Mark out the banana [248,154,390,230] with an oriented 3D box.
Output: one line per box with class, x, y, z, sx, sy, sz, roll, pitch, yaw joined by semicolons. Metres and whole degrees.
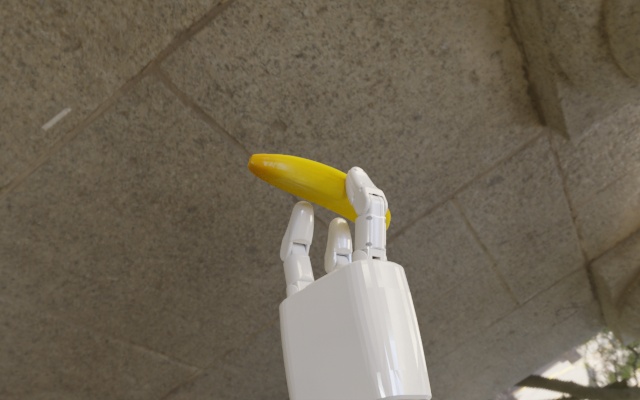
banana;0.017;-0.001;0.475;0.069;0.037;0.198;-12;-28;35
